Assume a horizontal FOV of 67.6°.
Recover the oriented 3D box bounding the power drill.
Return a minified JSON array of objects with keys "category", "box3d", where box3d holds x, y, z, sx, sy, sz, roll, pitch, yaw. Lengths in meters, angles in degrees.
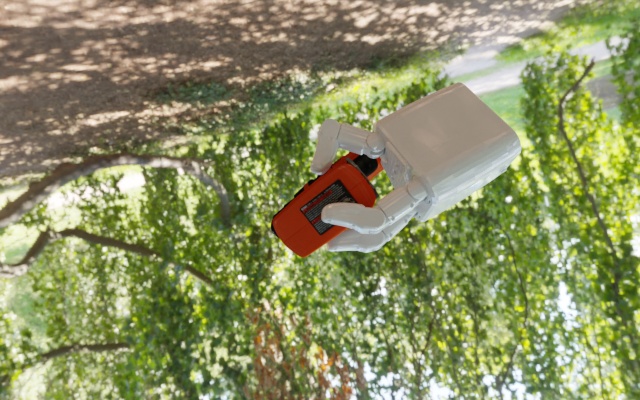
[{"category":"power drill","box3d":[0.000,0.002,0.559,0.184,0.057,0.187,-40,6,12]}]
